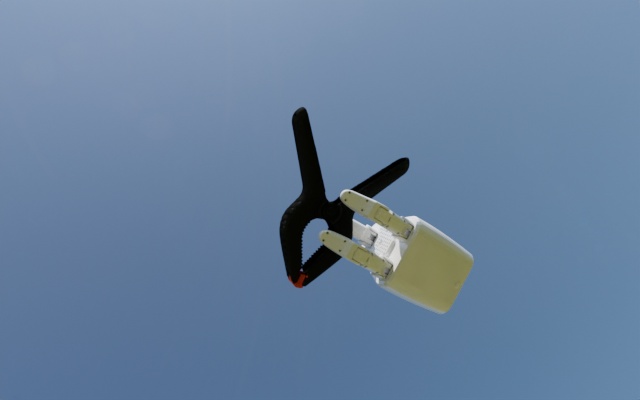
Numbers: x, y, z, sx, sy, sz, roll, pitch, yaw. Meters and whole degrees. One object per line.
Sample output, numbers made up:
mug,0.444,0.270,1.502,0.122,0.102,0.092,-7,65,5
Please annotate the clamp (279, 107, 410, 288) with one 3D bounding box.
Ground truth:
clamp,0.000,0.002,0.586,0.164,0.210,0.036,30,-3,-19
